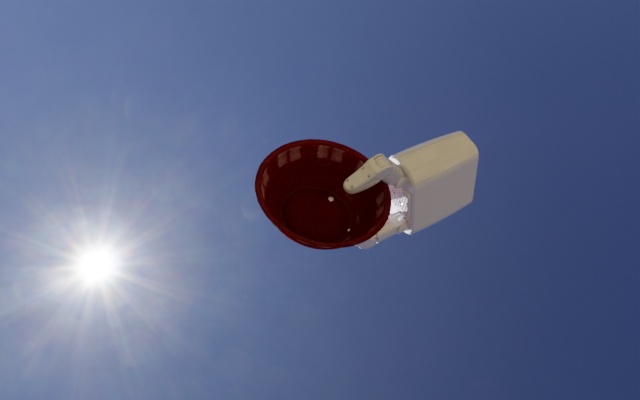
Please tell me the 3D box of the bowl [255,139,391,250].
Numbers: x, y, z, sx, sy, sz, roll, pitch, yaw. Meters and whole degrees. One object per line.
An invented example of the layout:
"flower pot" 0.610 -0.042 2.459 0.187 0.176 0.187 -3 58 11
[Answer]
"bowl" -0.001 0.002 0.574 0.162 0.162 0.055 0 -38 -14
